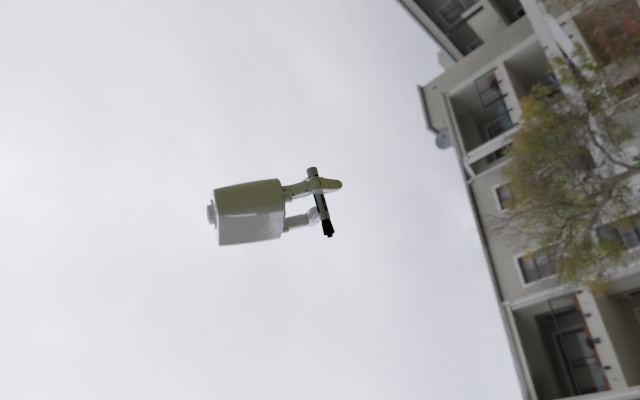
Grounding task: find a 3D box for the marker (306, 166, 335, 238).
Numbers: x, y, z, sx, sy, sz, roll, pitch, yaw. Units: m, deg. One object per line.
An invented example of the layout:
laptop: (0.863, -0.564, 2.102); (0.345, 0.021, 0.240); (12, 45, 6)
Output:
marker: (0.000, 0.003, 0.766); (0.020, 0.121, 0.020); (-13, -20, -5)
